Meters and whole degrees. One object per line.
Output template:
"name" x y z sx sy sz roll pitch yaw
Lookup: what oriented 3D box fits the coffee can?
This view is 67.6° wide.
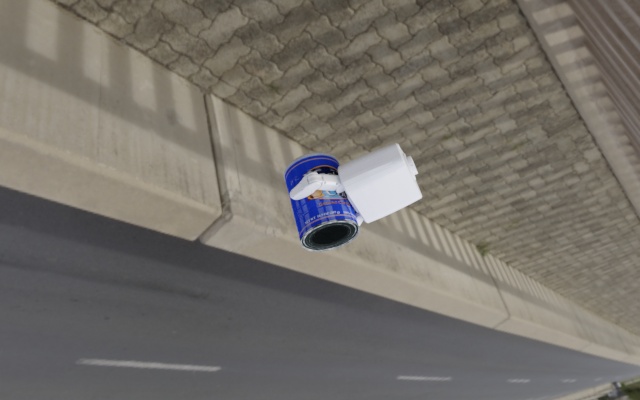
"coffee can" 0.000 0.003 0.824 0.103 0.140 0.103 -12 -31 -7
